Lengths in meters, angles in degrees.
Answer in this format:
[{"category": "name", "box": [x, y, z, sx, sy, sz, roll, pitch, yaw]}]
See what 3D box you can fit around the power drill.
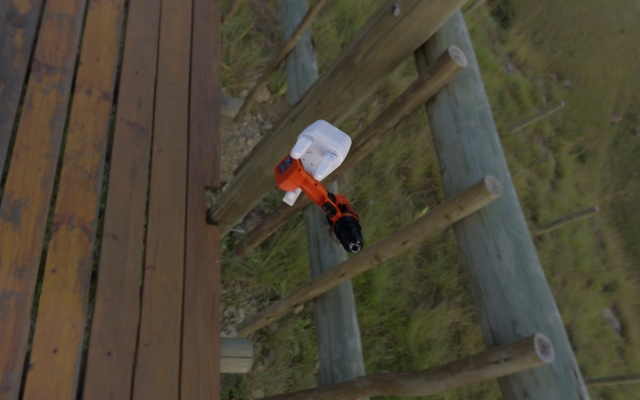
[{"category": "power drill", "box": [0.000, 0.002, 0.886, 0.188, 0.057, 0.184, 43, 10, -25]}]
